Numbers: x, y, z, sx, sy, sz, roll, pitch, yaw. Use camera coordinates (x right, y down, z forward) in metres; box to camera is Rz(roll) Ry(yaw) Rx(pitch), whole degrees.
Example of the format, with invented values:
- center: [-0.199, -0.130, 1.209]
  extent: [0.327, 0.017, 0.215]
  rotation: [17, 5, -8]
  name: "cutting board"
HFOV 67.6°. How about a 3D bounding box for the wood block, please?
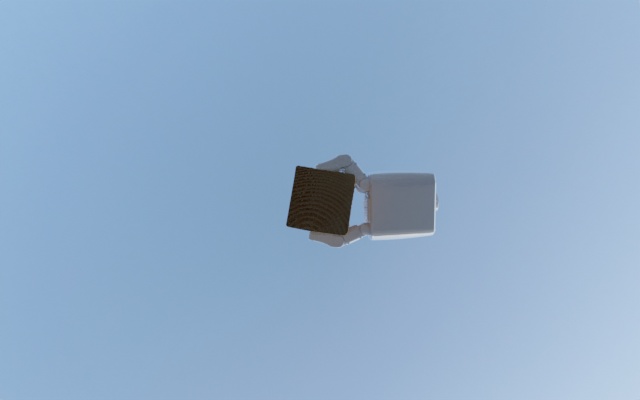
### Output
- center: [0.000, 0.003, 0.777]
  extent: [0.090, 0.091, 0.206]
  rotation: [9, -2, 0]
  name: "wood block"
